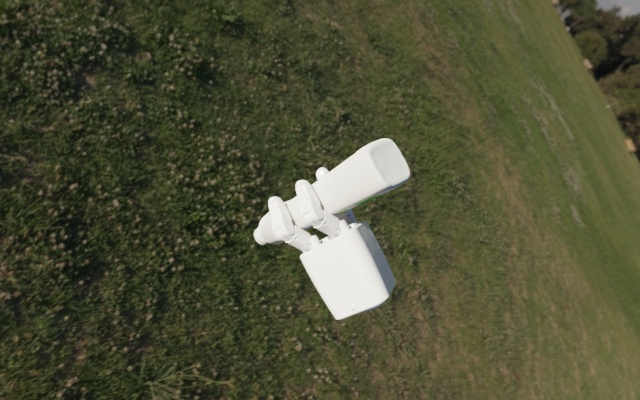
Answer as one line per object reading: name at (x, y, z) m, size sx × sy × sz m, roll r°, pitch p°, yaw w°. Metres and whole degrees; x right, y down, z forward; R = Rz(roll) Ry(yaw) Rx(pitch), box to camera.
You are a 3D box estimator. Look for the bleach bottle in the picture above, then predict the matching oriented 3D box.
bleach bottle at (0.000, 0.002, 0.688) m, size 0.251 × 0.068 × 0.102 m, roll -30°, pitch -3°, yaw 34°
